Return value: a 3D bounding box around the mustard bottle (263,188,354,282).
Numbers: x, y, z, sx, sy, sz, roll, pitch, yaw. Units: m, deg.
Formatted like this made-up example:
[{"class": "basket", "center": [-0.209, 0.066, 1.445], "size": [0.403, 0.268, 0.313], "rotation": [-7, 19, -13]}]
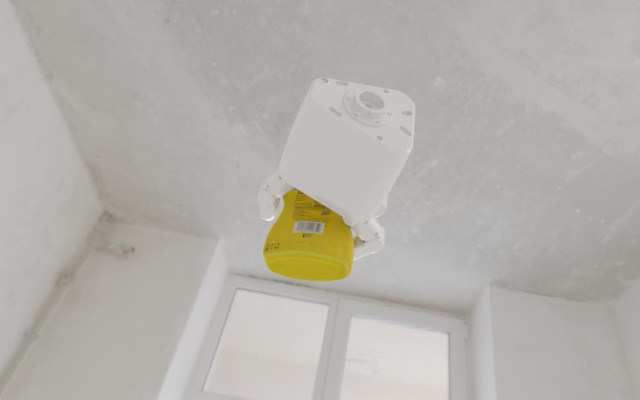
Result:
[{"class": "mustard bottle", "center": [0.000, 0.002, 0.568], "size": [0.096, 0.191, 0.058], "rotation": [3, -42, 12]}]
